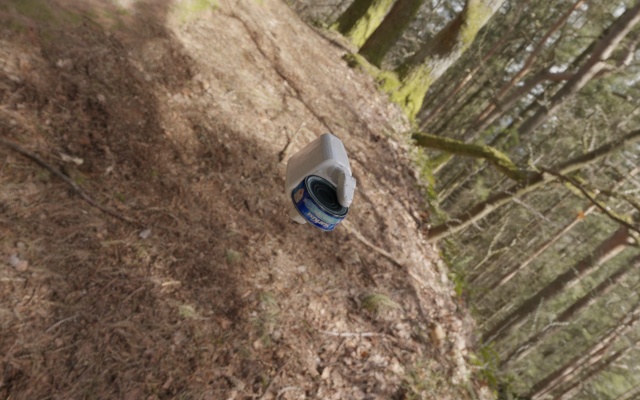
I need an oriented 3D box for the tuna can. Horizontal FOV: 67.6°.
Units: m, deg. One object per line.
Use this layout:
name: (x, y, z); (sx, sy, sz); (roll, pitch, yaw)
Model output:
tuna can: (0.000, 0.002, 0.712); (0.034, 0.086, 0.086); (-46, -25, 27)
